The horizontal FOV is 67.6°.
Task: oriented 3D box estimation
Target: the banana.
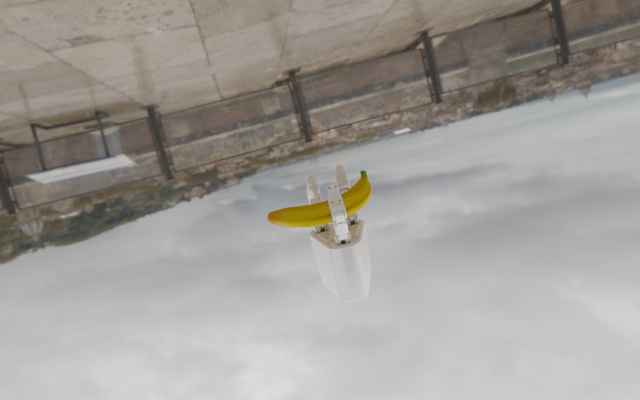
[{"bbox_3d":[0.013,0.009,0.788,0.198,0.037,0.069,-23,35,-22],"label":"banana"}]
